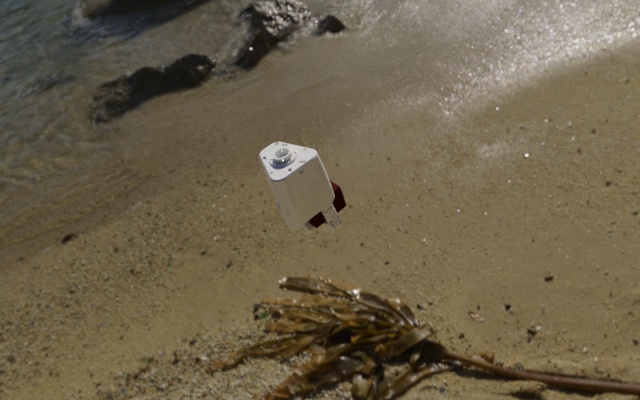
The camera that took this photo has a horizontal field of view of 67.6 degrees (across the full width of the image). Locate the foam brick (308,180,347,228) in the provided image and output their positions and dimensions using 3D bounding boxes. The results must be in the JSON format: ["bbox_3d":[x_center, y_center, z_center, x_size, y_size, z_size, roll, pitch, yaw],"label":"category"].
[{"bbox_3d":[0.000,0.003,0.897,0.078,0.051,0.053,-37,43,-18],"label":"foam brick"}]
